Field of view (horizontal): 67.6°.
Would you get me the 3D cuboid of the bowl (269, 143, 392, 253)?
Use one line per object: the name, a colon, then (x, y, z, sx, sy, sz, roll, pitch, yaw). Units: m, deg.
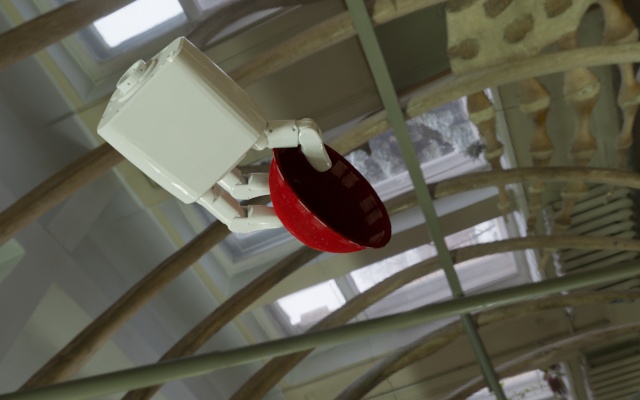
bowl: (0.001, 0.003, 0.516, 0.055, 0.162, 0.162, -46, -25, 26)
